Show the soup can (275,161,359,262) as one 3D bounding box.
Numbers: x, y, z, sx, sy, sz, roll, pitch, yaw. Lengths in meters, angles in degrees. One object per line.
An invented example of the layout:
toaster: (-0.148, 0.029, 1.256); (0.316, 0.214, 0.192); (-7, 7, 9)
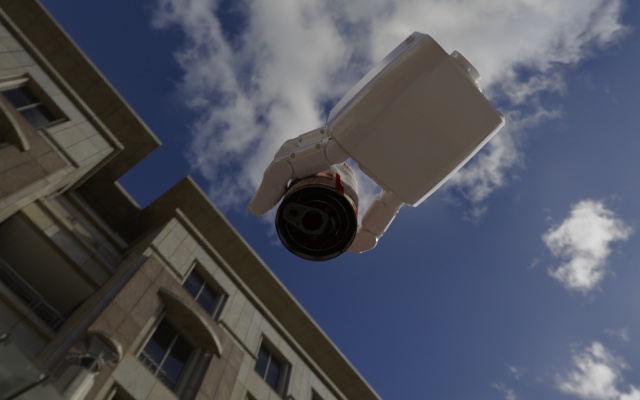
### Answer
soup can: (0.000, 0.002, 0.436); (0.068, 0.068, 0.102); (0, 21, 4)
